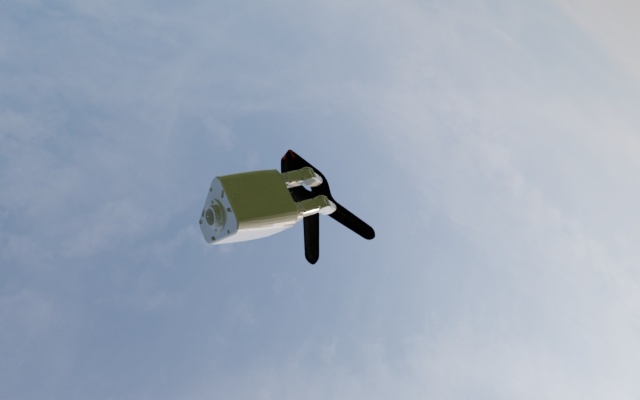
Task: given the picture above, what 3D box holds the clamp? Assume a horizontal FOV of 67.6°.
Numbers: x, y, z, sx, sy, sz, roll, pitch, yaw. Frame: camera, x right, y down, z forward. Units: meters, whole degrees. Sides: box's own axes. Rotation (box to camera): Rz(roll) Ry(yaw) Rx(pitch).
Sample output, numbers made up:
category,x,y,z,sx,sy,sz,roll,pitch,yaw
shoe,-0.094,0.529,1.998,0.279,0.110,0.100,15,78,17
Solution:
category,x,y,z,sx,sy,sz,roll,pitch,yaw
clamp,-0.001,0.003,0.823,0.164,0.210,0.036,-7,-28,-44
